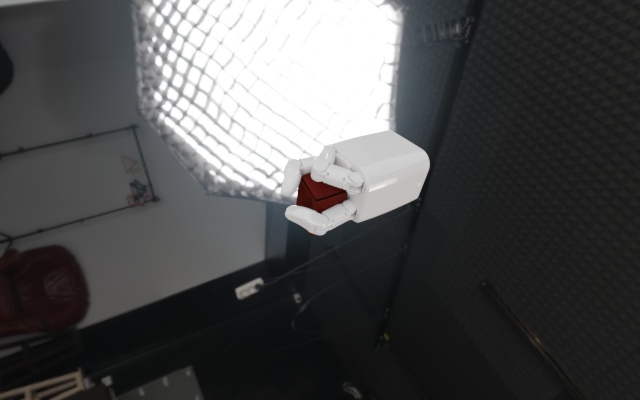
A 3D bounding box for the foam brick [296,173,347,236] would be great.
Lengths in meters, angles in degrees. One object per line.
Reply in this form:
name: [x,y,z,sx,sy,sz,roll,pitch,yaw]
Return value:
foam brick: [0.000,0.002,0.675,0.051,0.053,0.078,-19,-36,-23]
